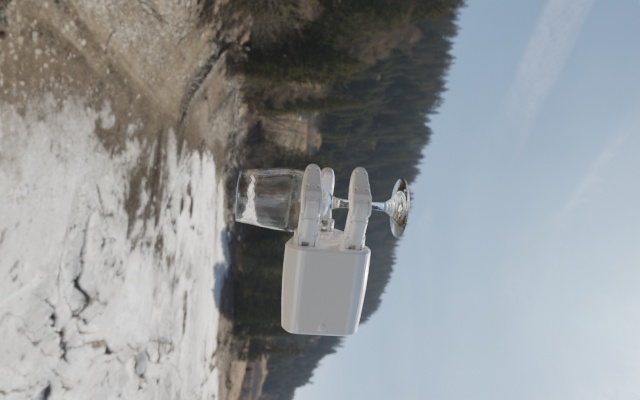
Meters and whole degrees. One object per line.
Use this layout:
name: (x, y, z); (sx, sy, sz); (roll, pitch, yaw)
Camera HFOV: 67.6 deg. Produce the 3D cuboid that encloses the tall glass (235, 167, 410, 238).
tall glass: (0.001, 0.002, 0.580); (0.201, 0.079, 0.079); (5, -1, -7)
